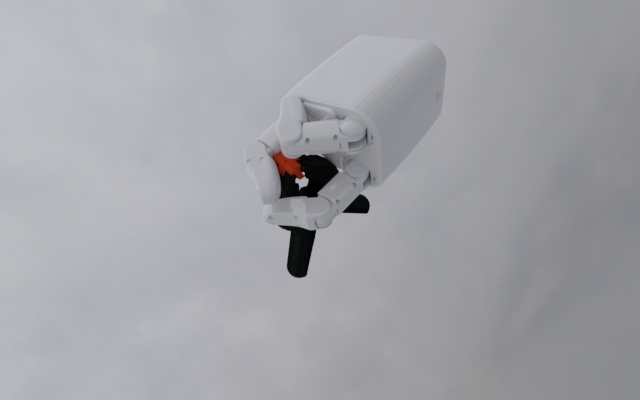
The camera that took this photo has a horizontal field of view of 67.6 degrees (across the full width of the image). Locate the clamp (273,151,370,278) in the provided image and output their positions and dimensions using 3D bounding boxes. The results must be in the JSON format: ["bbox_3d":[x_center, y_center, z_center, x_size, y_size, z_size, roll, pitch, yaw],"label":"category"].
[{"bbox_3d":[0.000,0.001,0.482,0.039,0.120,0.172,34,-24,27],"label":"clamp"}]
